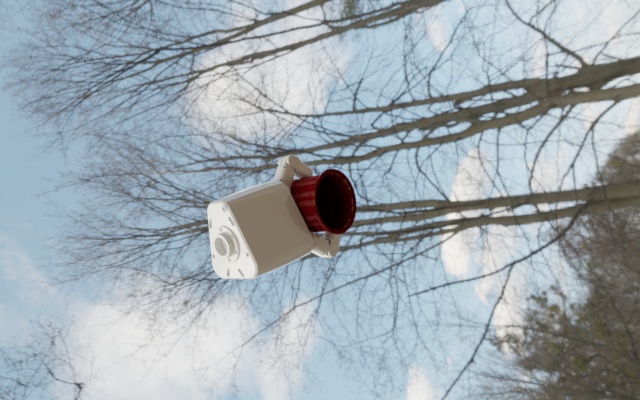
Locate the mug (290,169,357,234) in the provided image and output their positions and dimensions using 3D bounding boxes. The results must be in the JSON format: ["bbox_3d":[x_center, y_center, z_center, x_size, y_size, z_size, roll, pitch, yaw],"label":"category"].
[{"bbox_3d":[0.001,0.002,0.706,0.081,0.093,0.117,-8,10,41],"label":"mug"}]
